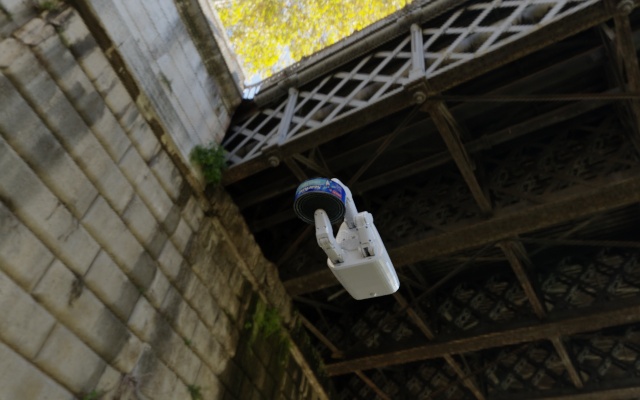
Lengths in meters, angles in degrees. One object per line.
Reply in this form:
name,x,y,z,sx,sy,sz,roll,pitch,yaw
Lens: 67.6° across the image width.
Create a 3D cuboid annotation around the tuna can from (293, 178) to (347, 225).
tuna can,0.000,0.002,0.783,0.086,0.033,0.086,4,-41,3
